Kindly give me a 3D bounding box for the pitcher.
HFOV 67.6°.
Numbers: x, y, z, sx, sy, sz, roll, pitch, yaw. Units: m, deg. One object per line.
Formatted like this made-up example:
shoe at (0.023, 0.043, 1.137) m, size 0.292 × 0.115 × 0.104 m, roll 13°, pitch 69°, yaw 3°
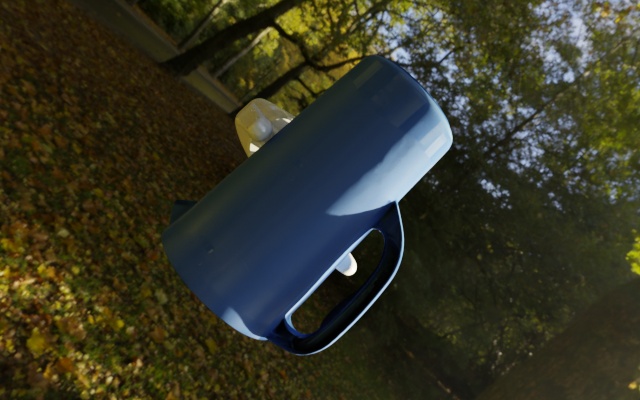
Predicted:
pitcher at (0.000, 0.001, 0.416) m, size 0.149 × 0.243 × 0.145 m, roll 45°, pitch 3°, yaw -29°
